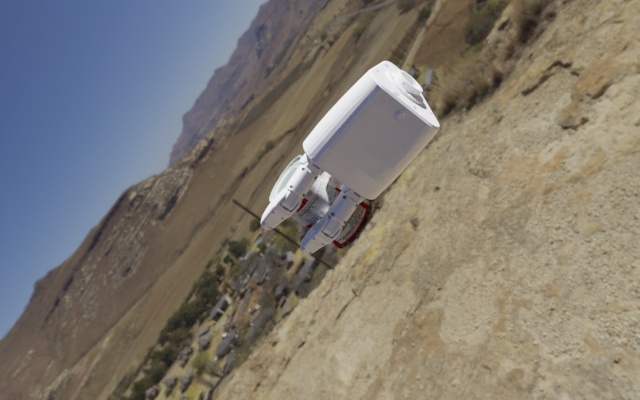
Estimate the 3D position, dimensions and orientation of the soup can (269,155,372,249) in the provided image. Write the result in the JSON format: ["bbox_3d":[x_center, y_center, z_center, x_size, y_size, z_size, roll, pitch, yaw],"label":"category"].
[{"bbox_3d":[0.000,0.002,0.560,0.102,0.068,0.068,34,-11,-16],"label":"soup can"}]
